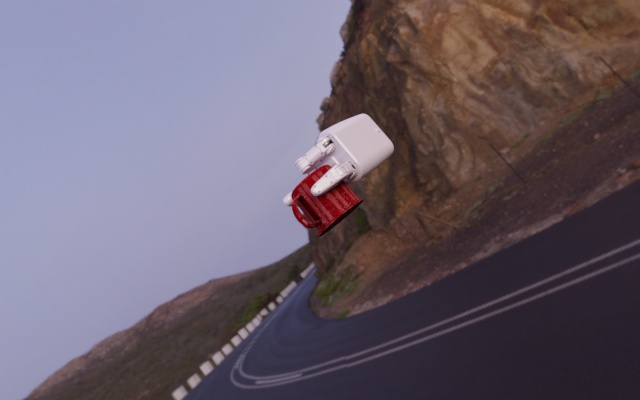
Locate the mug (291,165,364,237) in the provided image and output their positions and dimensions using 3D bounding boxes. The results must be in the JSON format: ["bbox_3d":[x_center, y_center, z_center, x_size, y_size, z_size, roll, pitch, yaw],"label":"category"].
[{"bbox_3d":[-0.001,0.003,0.751,0.117,0.081,0.093,-33,-10,-42],"label":"mug"}]
